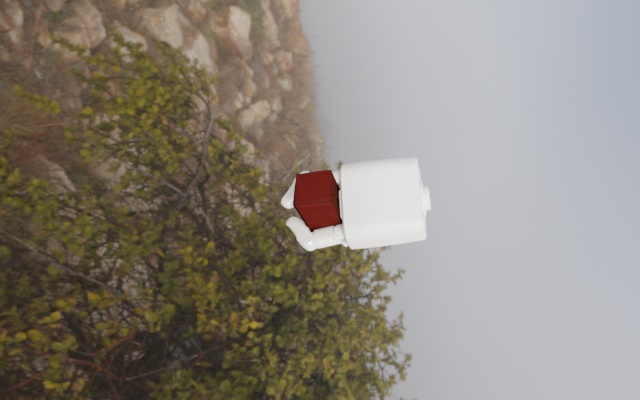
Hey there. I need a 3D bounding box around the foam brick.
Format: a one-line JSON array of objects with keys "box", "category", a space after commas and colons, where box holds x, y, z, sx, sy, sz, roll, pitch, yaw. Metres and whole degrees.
[{"box": [0.000, 0.002, 0.656, 0.051, 0.053, 0.078, -7, -33, 15], "category": "foam brick"}]
